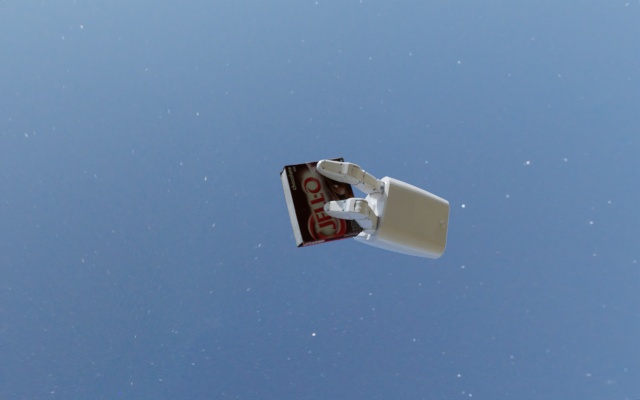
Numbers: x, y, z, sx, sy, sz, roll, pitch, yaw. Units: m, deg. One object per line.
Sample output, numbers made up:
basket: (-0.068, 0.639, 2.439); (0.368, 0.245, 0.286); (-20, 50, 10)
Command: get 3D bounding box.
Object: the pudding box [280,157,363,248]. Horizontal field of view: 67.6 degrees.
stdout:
pudding box: (0.000, 0.002, 0.664); (0.090, 0.113, 0.039); (-10, -15, -22)
